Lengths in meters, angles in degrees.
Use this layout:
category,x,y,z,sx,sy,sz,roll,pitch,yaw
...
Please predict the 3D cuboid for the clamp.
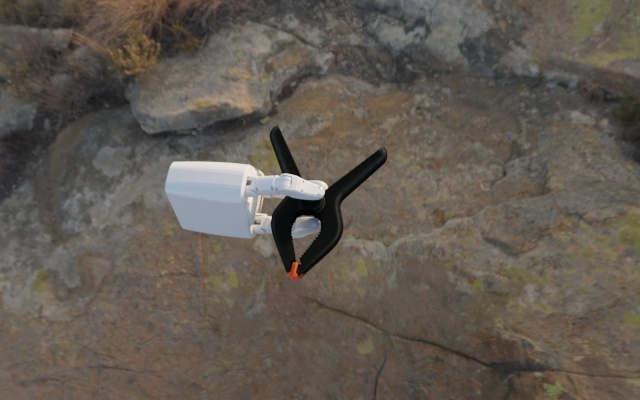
category,x,y,z,sx,sy,sz,roll,pitch,yaw
clamp,0.000,0.002,0.629,0.164,0.210,0.036,6,-19,5
